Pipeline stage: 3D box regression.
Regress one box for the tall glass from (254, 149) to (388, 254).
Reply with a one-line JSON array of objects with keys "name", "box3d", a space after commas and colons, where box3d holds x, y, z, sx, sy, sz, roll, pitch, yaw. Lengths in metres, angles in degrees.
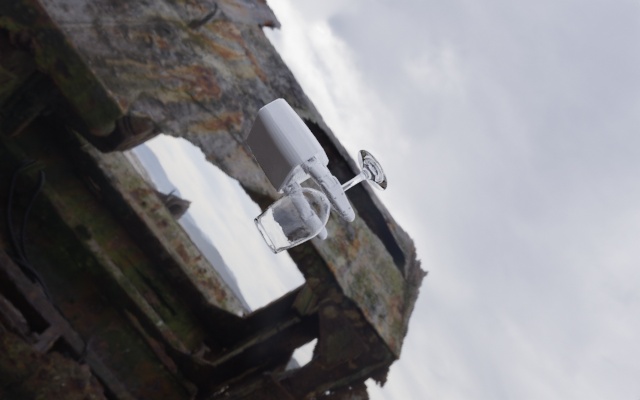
[{"name": "tall glass", "box3d": [0.001, 0.002, 0.724, 0.201, 0.079, 0.079, -32, 9, -15]}]
